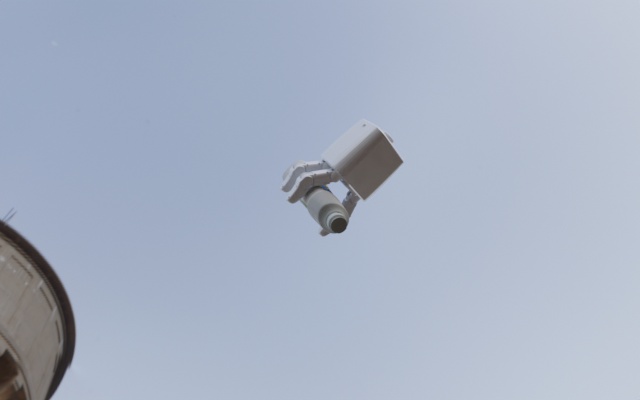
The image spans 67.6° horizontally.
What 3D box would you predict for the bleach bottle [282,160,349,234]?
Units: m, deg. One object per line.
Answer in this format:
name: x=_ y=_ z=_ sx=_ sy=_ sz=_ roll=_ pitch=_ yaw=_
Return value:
bleach bottle: x=0.000 y=0.003 z=0.877 sx=0.103 sy=0.068 sz=0.250 roll=47 pitch=2 yaw=-26
